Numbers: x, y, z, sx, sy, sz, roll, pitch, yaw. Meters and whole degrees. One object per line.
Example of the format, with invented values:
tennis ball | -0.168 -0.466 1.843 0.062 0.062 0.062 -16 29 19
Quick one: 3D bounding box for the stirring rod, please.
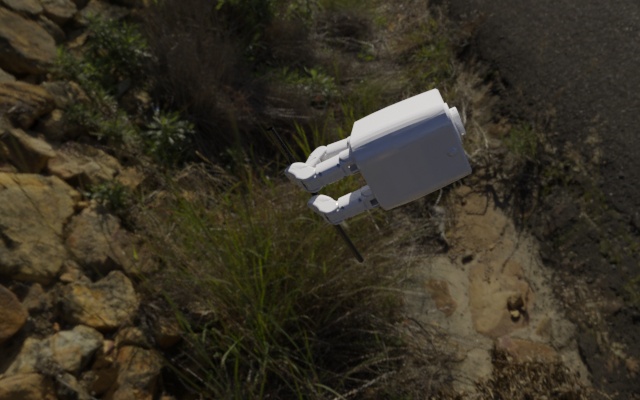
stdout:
stirring rod | 0.000 0.002 0.602 0.011 0.011 0.240 0 -43 40
